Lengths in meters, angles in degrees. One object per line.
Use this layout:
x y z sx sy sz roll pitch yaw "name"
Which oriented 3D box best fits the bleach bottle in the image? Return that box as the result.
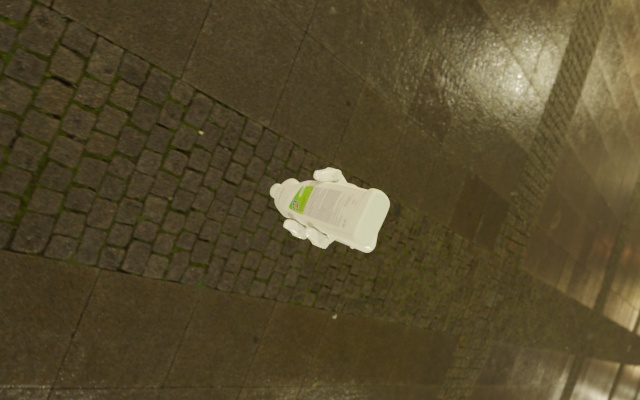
0.000 0.003 0.888 0.250 0.102 0.068 19 -11 42 "bleach bottle"
